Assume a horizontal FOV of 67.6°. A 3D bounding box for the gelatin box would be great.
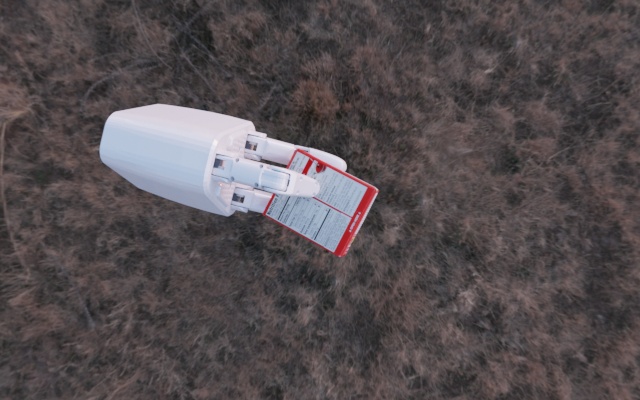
[{"bbox_3d":[0.000,0.002,0.459,0.089,0.073,0.030,28,4,12],"label":"gelatin box"}]
